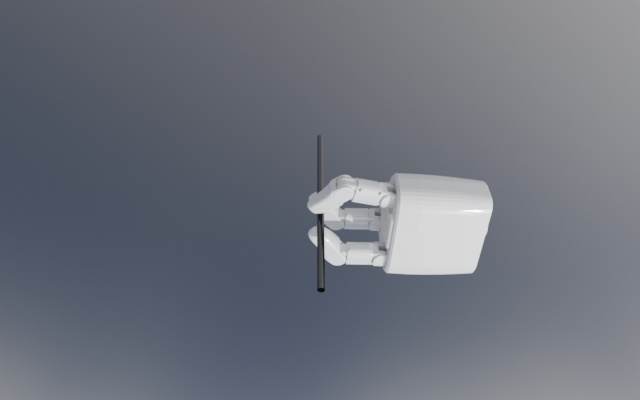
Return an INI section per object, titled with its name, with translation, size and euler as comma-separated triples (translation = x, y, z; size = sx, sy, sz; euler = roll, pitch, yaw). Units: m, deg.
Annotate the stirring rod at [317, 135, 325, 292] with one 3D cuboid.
[stirring rod]
translation = 0.000, 0.002, 0.552
size = 0.011, 0.239, 0.011
euler = 0, -44, 0
